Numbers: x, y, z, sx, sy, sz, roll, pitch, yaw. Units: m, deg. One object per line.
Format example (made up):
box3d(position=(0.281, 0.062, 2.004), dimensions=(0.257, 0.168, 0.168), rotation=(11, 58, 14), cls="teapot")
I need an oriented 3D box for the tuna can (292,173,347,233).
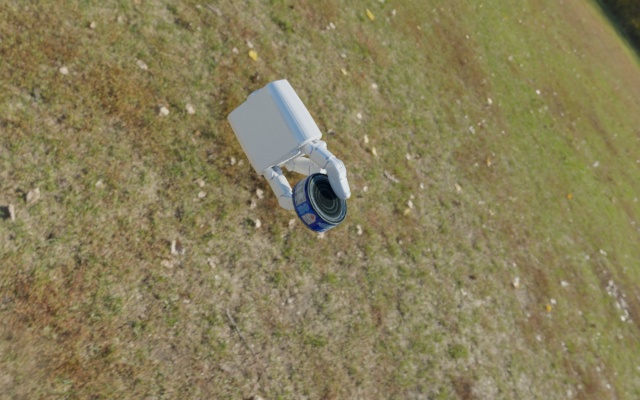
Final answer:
box3d(position=(0.001, 0.002, 0.711), dimensions=(0.034, 0.086, 0.086), rotation=(-28, -18, 38), cls="tuna can")
